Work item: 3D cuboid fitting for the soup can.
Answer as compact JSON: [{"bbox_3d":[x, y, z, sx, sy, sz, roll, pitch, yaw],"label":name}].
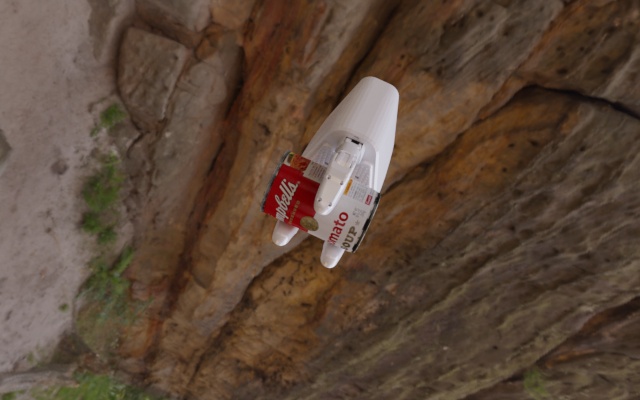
[{"bbox_3d":[0.000,0.002,0.475,0.102,0.068,0.068,25,1,2],"label":"soup can"}]
